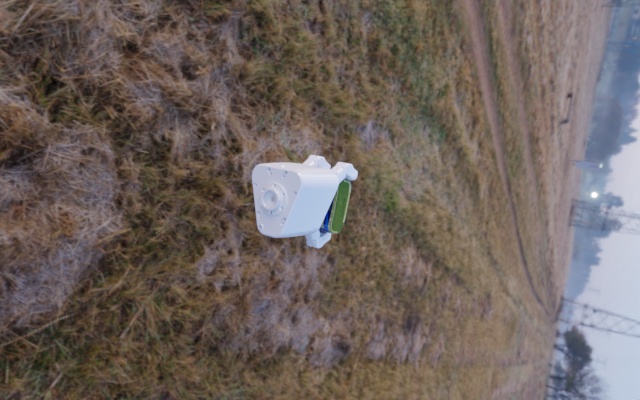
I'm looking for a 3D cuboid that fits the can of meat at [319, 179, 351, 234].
[{"bbox_3d":[0.000,0.003,0.835,0.084,0.102,0.057,13,5,29],"label":"can of meat"}]
